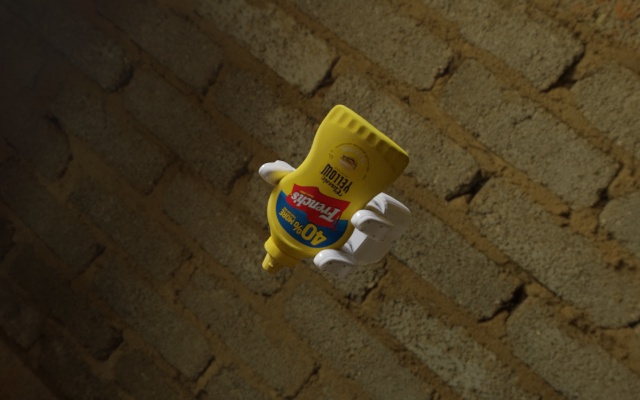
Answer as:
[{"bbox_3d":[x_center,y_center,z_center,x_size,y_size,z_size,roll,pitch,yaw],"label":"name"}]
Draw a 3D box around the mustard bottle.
[{"bbox_3d":[0.000,0.001,0.506,0.096,0.192,0.058,38,12,3],"label":"mustard bottle"}]
